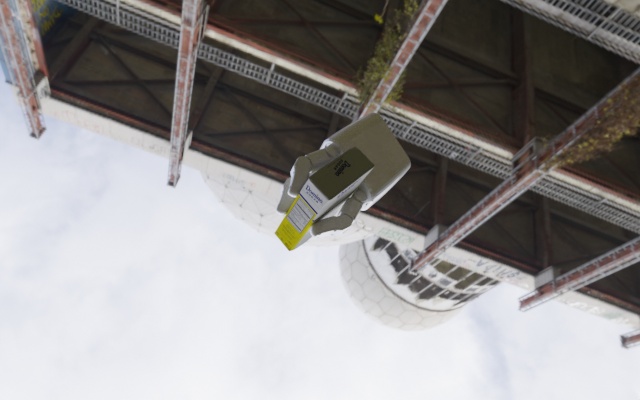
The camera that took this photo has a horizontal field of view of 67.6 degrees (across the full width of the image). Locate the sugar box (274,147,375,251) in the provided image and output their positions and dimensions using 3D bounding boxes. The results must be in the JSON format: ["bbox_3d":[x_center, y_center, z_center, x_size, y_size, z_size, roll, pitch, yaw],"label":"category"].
[{"bbox_3d":[0.000,0.002,0.673,0.093,0.048,0.176,-37,-12,-33],"label":"sugar box"}]
